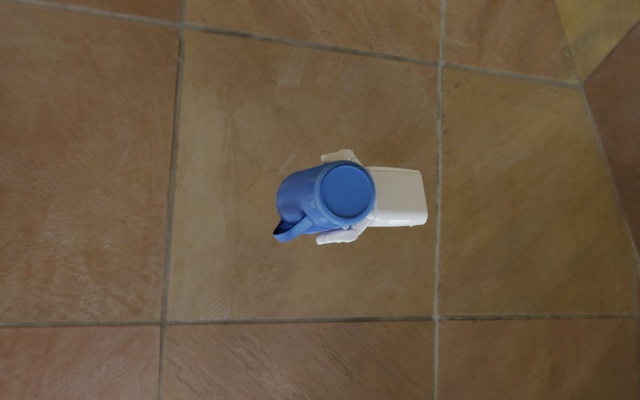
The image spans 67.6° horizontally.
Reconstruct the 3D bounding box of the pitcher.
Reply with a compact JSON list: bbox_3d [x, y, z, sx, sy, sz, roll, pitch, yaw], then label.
[{"bbox_3d":[0.000,0.003,0.875,0.145,0.149,0.243,2,-4,-17],"label":"pitcher"}]
